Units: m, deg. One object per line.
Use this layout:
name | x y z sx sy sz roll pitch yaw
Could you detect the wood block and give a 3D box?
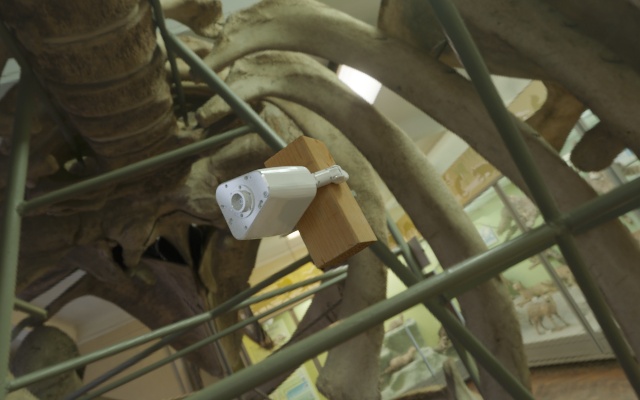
wood block | 0.000 0.002 0.822 0.091 0.206 0.090 -33 -16 21
